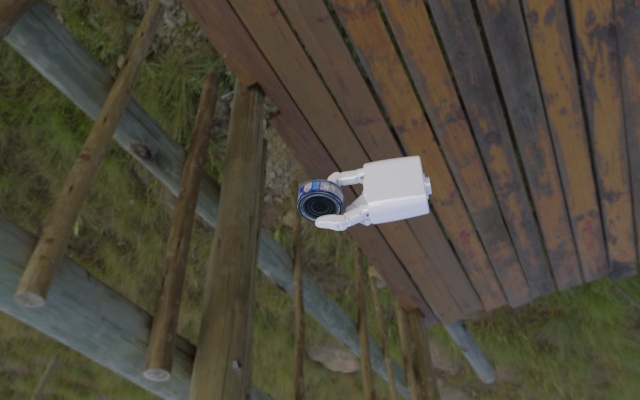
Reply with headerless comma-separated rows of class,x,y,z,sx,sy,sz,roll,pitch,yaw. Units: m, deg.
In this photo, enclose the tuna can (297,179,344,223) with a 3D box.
tuna can,0.000,0.003,0.877,0.086,0.033,0.086,3,-44,3
